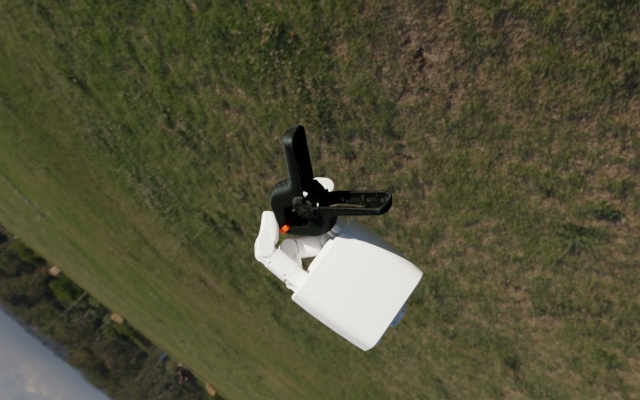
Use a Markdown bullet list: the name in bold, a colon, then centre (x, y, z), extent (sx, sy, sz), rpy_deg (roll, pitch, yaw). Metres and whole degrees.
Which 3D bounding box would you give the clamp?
- **clamp**: centre (0.000, 0.002, 0.501), extent (0.120, 0.039, 0.171), rpy_deg (37, -29, 5)
